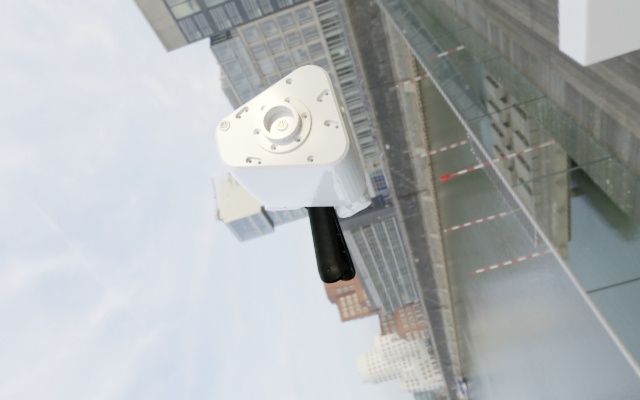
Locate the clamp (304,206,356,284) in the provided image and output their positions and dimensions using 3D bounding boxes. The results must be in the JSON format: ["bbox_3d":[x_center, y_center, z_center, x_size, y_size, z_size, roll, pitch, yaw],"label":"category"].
[{"bbox_3d":[-0.001,0.002,0.560,0.036,0.210,0.164,-17,-17,5],"label":"clamp"}]
